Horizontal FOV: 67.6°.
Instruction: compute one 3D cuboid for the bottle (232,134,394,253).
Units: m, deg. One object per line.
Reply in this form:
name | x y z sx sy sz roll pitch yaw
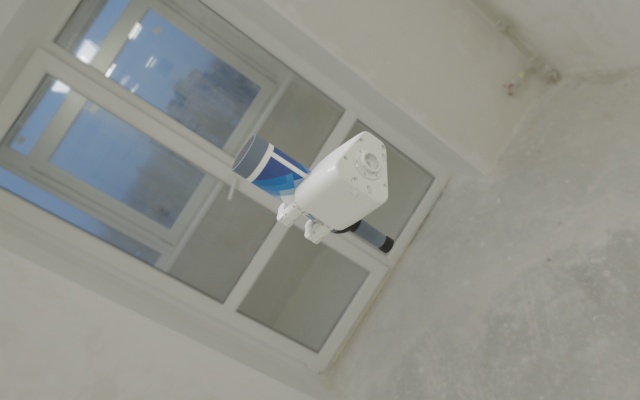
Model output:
bottle | 0.000 0.002 0.771 0.296 0.069 0.069 33 -12 -18
